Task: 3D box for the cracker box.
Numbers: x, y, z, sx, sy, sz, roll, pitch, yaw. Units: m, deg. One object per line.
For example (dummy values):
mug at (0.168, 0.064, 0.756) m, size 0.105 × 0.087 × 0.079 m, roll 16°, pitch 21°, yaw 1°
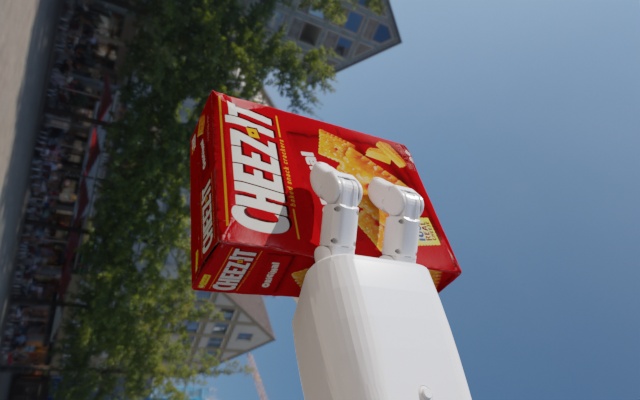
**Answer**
cracker box at (0.000, 0.002, 0.422) m, size 0.214 × 0.164 × 0.072 m, roll 11°, pitch -45°, yaw -27°
